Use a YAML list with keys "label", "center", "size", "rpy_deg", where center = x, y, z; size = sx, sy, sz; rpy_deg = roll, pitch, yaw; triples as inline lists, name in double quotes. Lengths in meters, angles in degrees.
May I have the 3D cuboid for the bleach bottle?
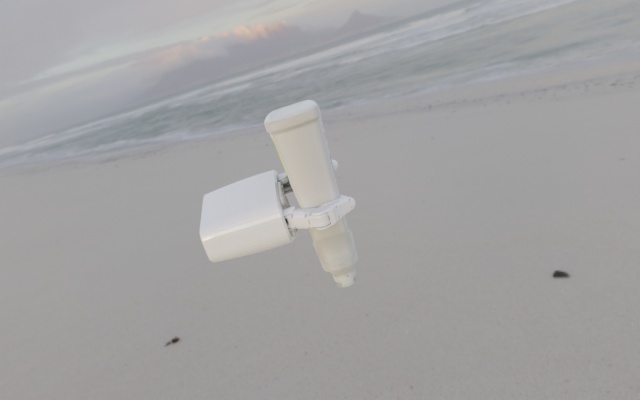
- label: "bleach bottle"
  center: [0.000, 0.002, 0.617]
  size: [0.068, 0.251, 0.102]
  rpy_deg: [-17, 17, 2]
